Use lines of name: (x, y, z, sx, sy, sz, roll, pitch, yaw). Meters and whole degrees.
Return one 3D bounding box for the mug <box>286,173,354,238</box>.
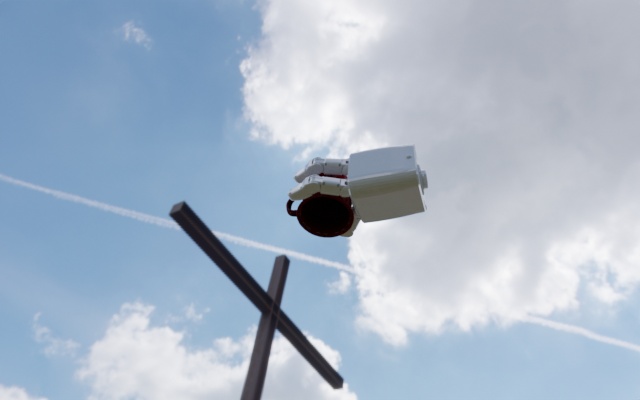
mug: (-0.001, 0.003, 0.798, 0.117, 0.093, 0.081, -8, 38, 14)
